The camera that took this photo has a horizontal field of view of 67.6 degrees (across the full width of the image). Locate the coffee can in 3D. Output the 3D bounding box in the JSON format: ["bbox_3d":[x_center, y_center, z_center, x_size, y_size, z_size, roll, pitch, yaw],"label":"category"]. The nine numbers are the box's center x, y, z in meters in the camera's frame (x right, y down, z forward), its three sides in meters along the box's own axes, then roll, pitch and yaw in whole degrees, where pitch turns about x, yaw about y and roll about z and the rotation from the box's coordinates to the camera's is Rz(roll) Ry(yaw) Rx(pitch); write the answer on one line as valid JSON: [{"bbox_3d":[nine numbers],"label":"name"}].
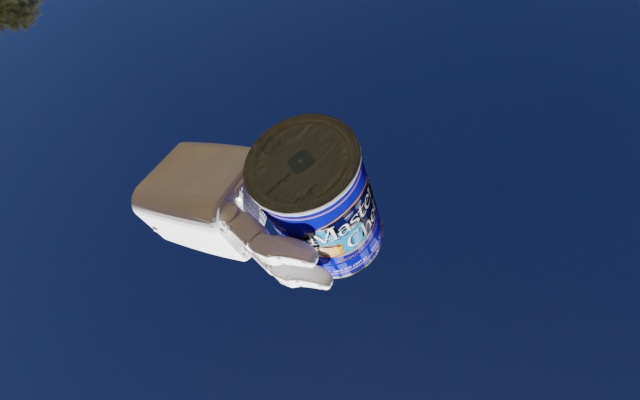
[{"bbox_3d":[0.000,0.001,0.457,0.103,0.102,0.140,0,-31,17],"label":"coffee can"}]
